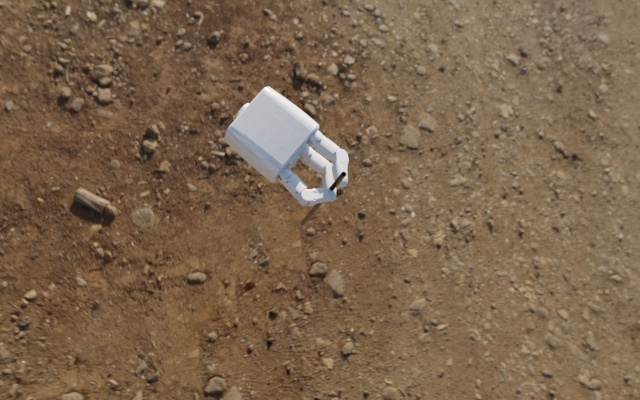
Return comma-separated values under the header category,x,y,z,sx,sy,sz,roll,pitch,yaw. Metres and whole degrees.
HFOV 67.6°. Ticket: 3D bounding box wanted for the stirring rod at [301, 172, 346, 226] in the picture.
category,x,y,z,sx,sy,sz,roll,pitch,yaw
stirring rod,0.000,0.003,0.815,0.011,0.011,0.240,0,-20,-18
